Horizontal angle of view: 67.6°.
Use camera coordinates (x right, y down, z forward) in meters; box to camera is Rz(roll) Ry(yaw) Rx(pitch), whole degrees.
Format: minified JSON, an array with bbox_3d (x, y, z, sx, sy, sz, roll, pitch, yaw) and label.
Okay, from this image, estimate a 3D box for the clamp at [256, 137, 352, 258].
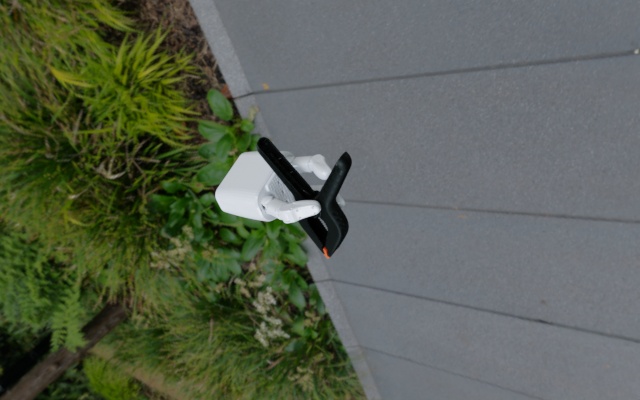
[{"bbox_3d":[0.000,0.003,0.702,0.164,0.210,0.036,9,42,42],"label":"clamp"}]
